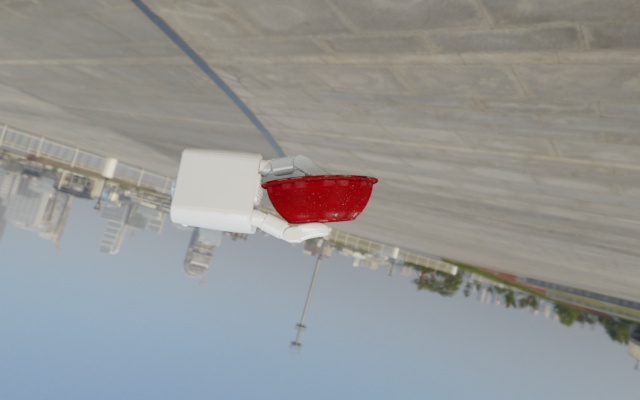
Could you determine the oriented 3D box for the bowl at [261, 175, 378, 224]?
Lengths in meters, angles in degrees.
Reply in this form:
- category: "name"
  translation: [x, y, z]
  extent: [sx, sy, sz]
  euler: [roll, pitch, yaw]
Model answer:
- category: "bowl"
  translation: [0.001, 0.003, 0.655]
  extent: [0.162, 0.055, 0.162]
  euler: [-3, -5, 0]
